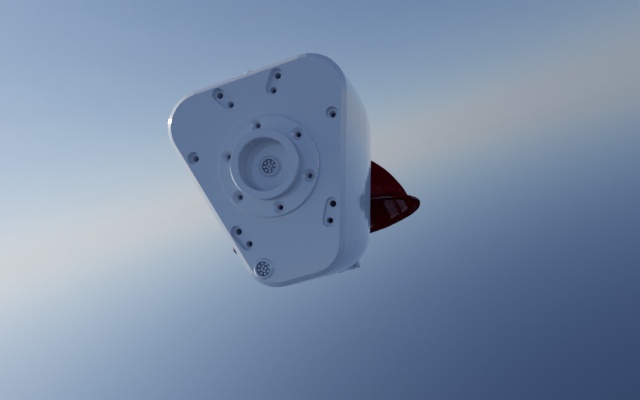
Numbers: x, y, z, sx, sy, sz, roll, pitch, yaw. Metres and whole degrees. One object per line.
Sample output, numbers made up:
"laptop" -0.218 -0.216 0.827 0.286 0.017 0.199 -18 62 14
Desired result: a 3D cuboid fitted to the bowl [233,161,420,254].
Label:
"bowl" 0.000 0.001 0.413 0.162 0.055 0.162 -13 -15 -4
